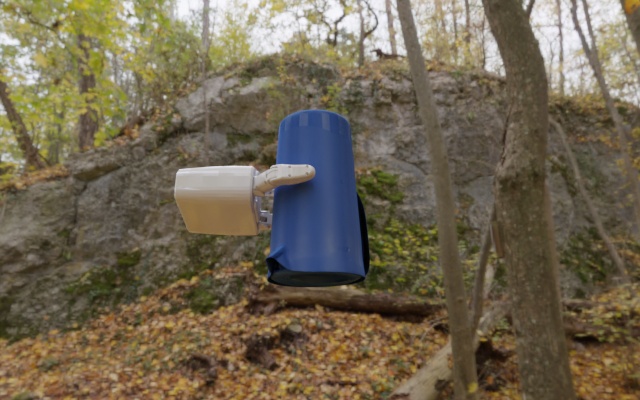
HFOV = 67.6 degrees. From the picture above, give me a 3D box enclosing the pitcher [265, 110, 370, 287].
[{"bbox_3d":[0.000,0.002,0.687,0.145,0.242,0.149,-1,-18,1],"label":"pitcher"}]
